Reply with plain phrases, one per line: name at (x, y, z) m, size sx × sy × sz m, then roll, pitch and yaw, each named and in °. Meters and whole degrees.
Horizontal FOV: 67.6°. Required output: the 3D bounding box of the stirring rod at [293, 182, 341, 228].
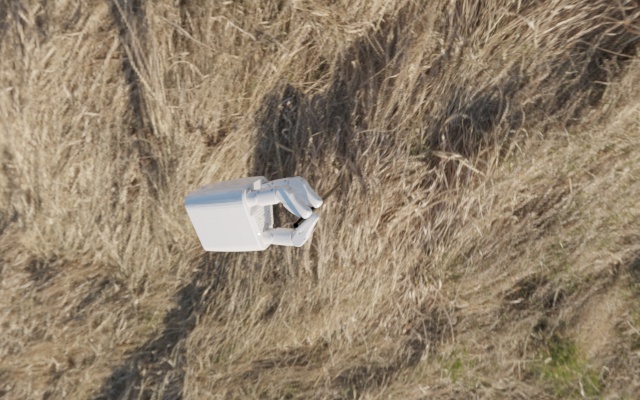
stirring rod at (0.000, 0.003, 0.777) m, size 0.011 × 0.011 × 0.239 m, roll 0°, pitch 16°, yaw 17°
